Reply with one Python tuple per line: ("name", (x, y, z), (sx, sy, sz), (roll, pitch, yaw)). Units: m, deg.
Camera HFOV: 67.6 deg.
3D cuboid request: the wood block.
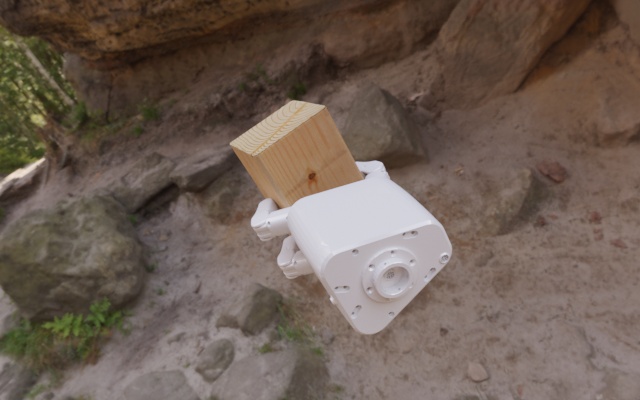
("wood block", (0.000, 0.002, 0.540), (0.091, 0.206, 0.090), (-37, 27, -13))
